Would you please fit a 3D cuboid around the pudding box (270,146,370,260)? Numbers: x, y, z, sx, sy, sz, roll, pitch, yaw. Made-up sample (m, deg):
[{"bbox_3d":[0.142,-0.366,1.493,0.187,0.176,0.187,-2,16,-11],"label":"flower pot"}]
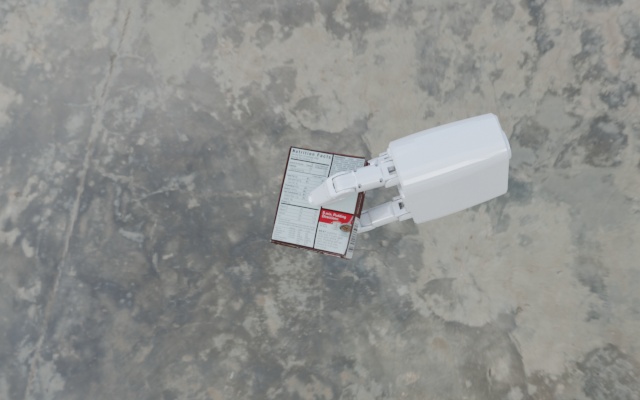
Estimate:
[{"bbox_3d":[0.000,0.002,0.531,0.090,0.113,0.039,11,-7,14],"label":"pudding box"}]
